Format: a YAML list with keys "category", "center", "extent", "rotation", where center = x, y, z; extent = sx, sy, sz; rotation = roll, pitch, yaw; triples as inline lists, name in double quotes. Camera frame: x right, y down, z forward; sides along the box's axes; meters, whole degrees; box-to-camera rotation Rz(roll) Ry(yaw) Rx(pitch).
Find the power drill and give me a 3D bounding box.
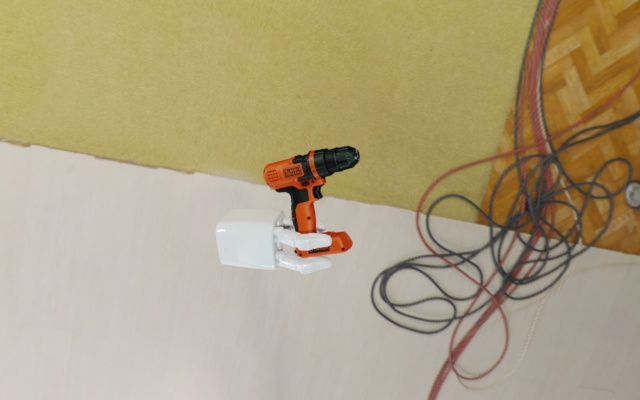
- category: "power drill"
  center: [0.000, 0.003, 0.859]
  extent: [0.184, 0.187, 0.057]
  rotation: [-11, 8, 25]
